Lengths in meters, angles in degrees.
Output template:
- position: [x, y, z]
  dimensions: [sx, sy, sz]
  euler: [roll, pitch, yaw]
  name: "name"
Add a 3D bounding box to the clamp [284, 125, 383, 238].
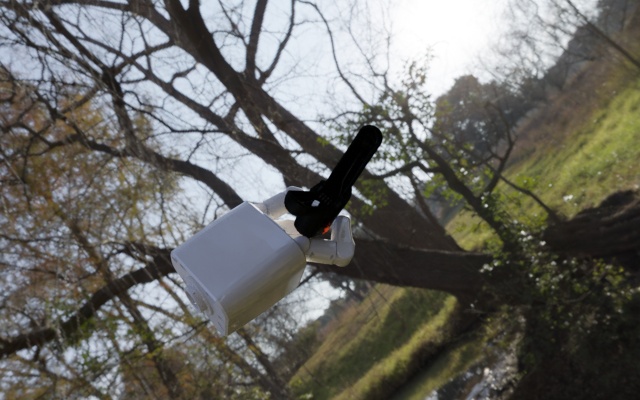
- position: [0.000, 0.001, 0.498]
  dimensions: [0.120, 0.039, 0.172]
  euler: [-33, -19, -27]
  name: "clamp"
